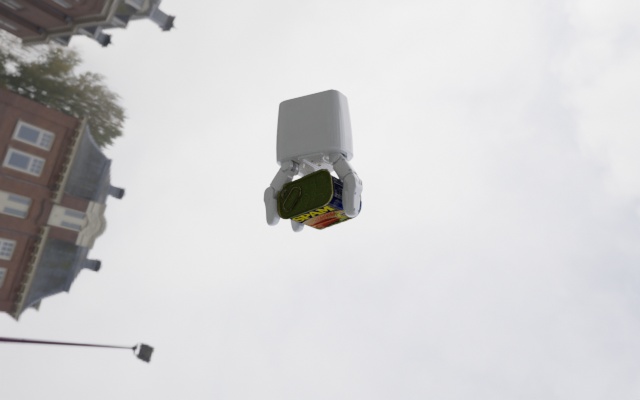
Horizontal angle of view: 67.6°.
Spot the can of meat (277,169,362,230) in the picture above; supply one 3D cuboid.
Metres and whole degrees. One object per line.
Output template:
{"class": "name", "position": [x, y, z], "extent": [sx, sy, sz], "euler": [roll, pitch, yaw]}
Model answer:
{"class": "can of meat", "position": [0.000, 0.002, 0.716], "extent": [0.102, 0.057, 0.084], "euler": [-21, -28, 32]}
